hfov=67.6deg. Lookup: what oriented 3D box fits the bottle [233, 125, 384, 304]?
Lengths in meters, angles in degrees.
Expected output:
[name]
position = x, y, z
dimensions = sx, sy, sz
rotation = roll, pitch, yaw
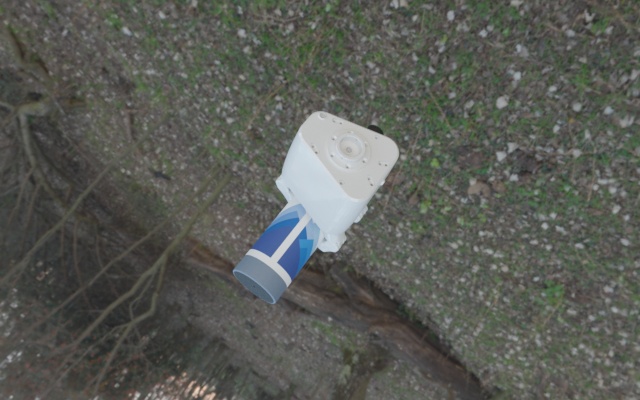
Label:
[bottle]
position = 0.000, 0.002, 0.651
dimensions = 0.069, 0.295, 0.069
rotation = 30, -26, 16
